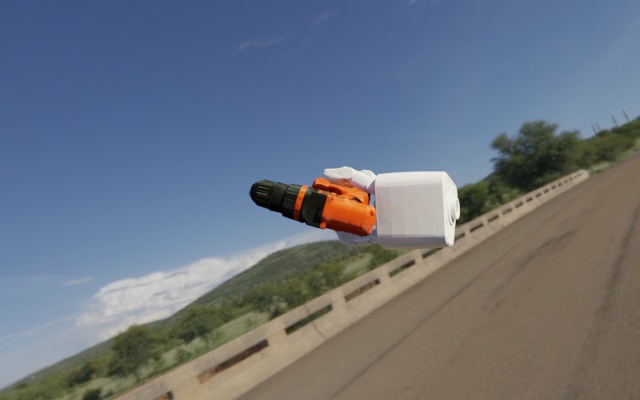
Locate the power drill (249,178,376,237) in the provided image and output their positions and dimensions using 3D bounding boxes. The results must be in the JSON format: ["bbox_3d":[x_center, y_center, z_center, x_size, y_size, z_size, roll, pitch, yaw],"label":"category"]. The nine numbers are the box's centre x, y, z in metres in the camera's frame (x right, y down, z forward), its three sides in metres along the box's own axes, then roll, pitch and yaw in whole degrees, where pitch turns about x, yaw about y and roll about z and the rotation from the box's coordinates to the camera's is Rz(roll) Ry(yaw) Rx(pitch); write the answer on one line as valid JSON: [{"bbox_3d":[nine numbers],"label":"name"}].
[{"bbox_3d":[0.000,0.002,0.741,0.184,0.057,0.187,17,10,9],"label":"power drill"}]
